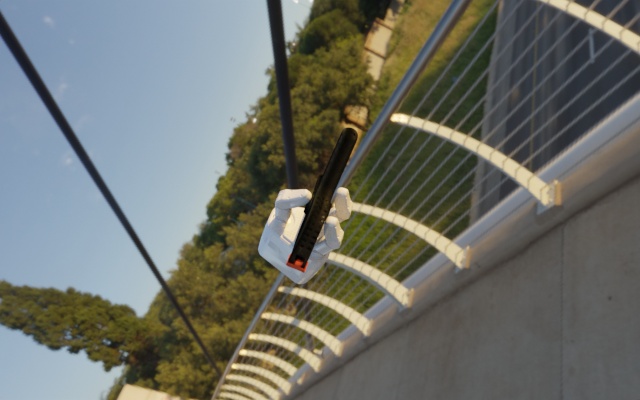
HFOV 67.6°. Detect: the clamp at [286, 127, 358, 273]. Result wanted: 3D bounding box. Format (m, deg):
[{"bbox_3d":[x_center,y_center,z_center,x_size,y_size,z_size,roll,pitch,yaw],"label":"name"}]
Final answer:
[{"bbox_3d":[-0.001,0.003,0.699,0.036,0.209,0.165,22,-34,-3],"label":"clamp"}]
